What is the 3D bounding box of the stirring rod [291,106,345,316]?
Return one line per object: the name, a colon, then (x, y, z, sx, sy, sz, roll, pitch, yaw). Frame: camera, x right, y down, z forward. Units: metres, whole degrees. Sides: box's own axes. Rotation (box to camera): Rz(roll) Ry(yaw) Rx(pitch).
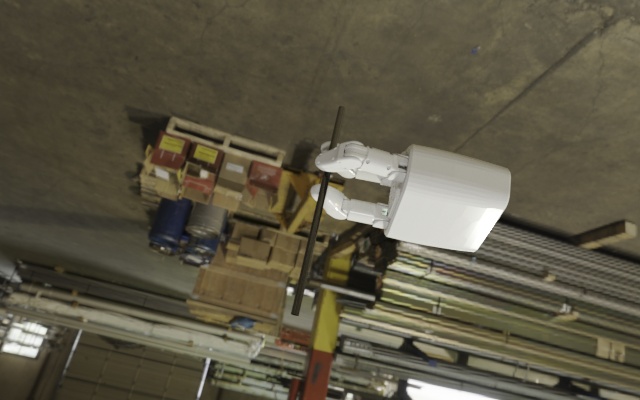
stirring rod: (0.000, 0.002, 0.504, 0.011, 0.239, 0.011, 11, -23, 5)
